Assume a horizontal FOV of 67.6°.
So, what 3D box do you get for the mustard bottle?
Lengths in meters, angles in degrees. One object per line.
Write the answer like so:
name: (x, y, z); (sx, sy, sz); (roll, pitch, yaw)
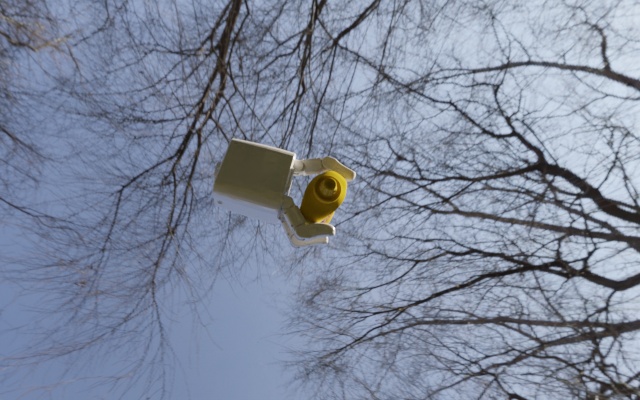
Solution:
mustard bottle: (0.000, 0.003, 0.761); (0.058, 0.096, 0.192); (38, -18, 4)
